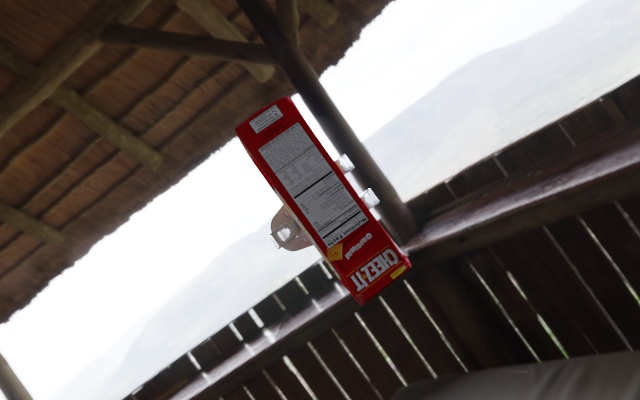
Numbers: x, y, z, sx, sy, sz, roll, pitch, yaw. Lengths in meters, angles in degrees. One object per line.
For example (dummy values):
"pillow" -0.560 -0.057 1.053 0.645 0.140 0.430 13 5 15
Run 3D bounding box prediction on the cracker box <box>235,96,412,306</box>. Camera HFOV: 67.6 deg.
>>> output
"cracker box" 0.000 0.002 0.539 0.072 0.213 0.164 -36 -1 -4
